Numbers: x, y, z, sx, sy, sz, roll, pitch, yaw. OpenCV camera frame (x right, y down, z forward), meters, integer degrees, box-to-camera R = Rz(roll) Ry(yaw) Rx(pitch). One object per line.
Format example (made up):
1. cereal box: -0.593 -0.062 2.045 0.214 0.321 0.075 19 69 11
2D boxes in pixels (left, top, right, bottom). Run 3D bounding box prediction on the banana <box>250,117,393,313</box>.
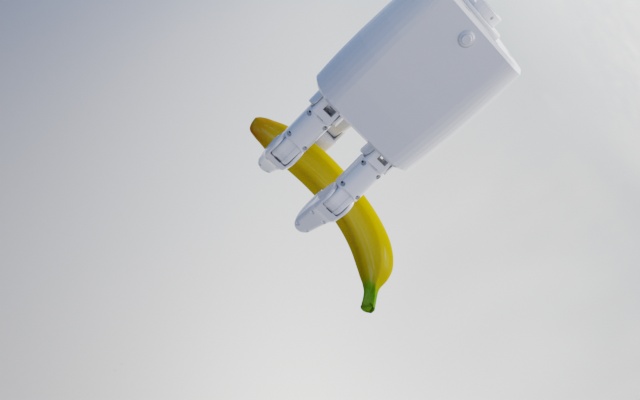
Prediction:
1. banana: 0.011 0.000 0.433 0.037 0.198 0.069 -39 -9 32
